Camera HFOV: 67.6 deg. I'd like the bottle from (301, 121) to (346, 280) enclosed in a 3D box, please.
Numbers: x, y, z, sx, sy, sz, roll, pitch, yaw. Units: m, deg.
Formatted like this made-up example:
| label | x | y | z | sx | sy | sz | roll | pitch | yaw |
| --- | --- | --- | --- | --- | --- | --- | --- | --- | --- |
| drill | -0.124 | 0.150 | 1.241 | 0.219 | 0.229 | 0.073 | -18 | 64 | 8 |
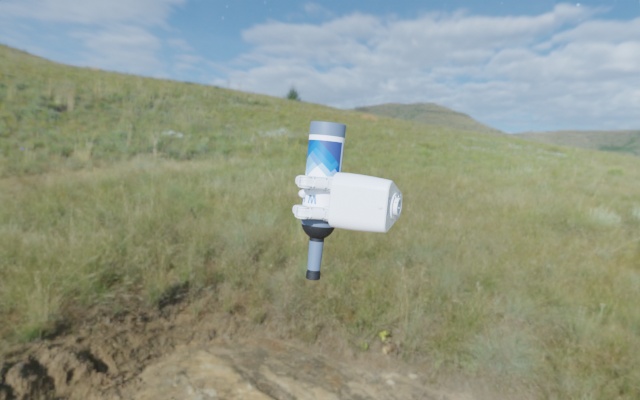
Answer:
| label | x | y | z | sx | sy | sz | roll | pitch | yaw |
| --- | --- | --- | --- | --- | --- | --- | --- | --- | --- |
| bottle | 0.000 | 0.003 | 0.899 | 0.069 | 0.296 | 0.069 | 6 | 5 | 0 |
